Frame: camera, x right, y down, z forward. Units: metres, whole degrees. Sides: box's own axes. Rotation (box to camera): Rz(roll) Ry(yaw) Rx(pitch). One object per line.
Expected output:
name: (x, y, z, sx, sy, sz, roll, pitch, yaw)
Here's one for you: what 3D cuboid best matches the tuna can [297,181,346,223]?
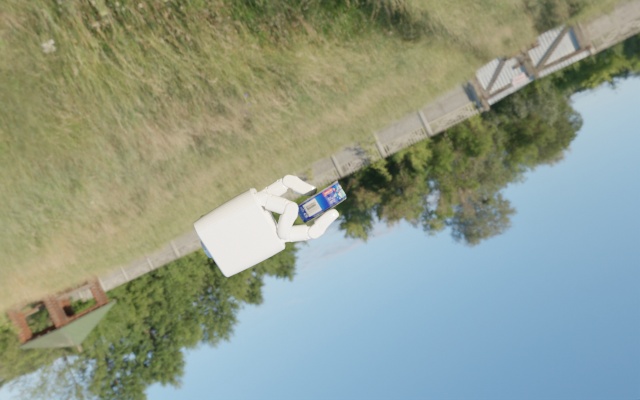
tuna can: (0.000, 0.003, 0.800, 0.086, 0.034, 0.086, -31, 1, 1)
